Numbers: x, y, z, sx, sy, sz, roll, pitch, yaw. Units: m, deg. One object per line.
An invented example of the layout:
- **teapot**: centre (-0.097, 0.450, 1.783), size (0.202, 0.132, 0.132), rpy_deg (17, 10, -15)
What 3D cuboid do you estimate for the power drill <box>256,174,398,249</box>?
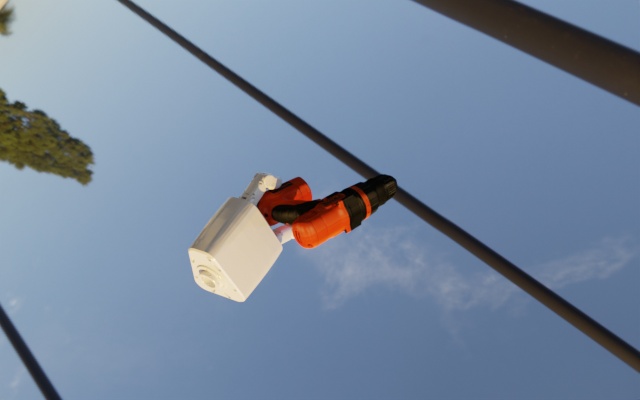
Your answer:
- **power drill**: centre (0.000, 0.003, 0.727), size (0.184, 0.057, 0.187), rpy_deg (-27, 19, -31)
